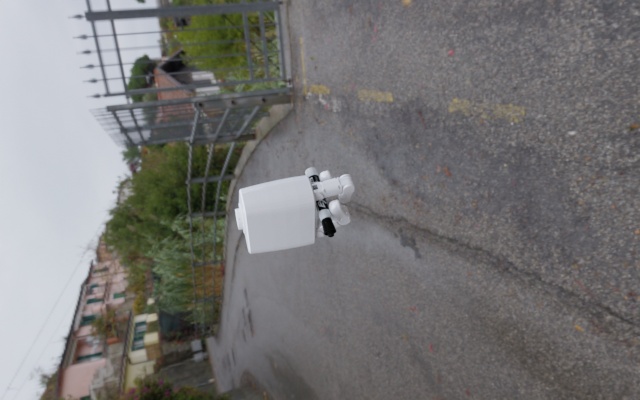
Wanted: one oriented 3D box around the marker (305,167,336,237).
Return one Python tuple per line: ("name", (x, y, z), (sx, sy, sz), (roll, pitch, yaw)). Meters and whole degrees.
("marker", (0.000, 0.002, 0.727), (0.020, 0.121, 0.020), (-13, -30, -8))
